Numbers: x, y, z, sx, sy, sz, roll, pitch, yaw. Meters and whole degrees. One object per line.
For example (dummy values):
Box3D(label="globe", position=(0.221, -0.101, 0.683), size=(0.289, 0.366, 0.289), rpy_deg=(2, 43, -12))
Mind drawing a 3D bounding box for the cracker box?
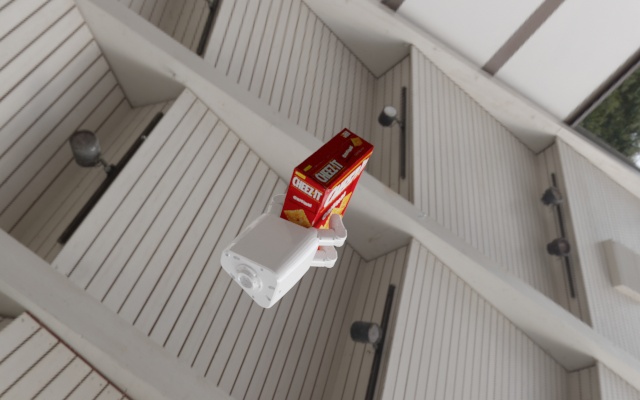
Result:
Box3D(label="cracker box", position=(0.000, 0.003, 0.832), size=(0.072, 0.214, 0.164), rpy_deg=(33, 44, 12))
